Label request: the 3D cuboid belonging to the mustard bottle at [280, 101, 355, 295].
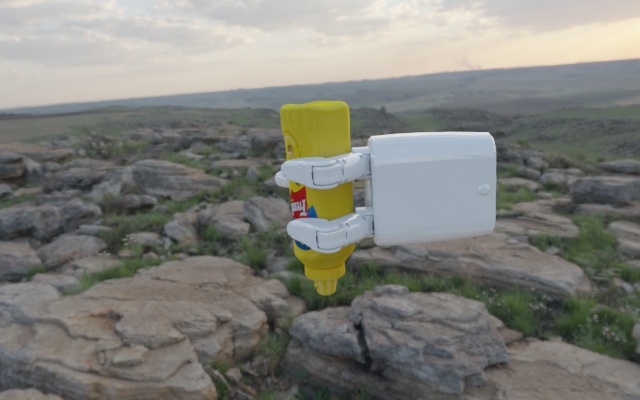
[{"bbox_3d":[0.000,0.001,0.468,0.058,0.192,0.096,-10,15,-21],"label":"mustard bottle"}]
